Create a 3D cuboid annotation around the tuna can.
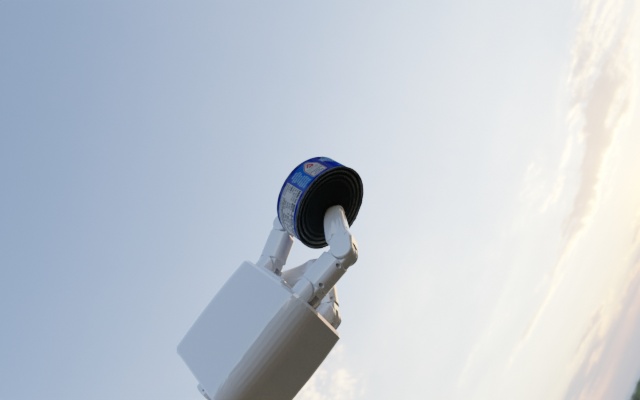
[{"bbox_3d":[0.000,0.001,0.463,0.086,0.086,0.033,0,24,-46],"label":"tuna can"}]
